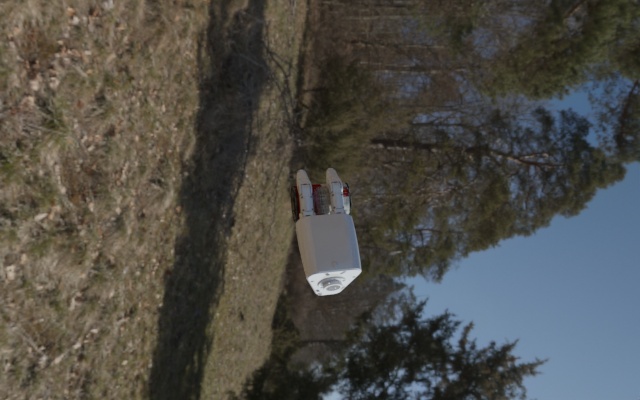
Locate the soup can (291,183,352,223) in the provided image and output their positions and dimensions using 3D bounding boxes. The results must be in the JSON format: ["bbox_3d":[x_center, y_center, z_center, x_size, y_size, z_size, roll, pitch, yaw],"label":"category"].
[{"bbox_3d":[0.000,0.003,0.877,0.102,0.068,0.068,-4,1,-10],"label":"soup can"}]
